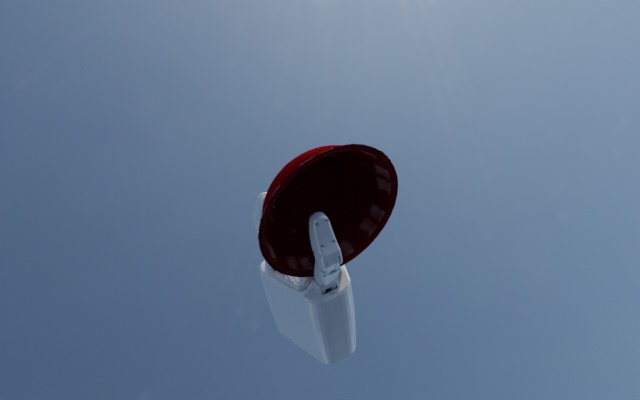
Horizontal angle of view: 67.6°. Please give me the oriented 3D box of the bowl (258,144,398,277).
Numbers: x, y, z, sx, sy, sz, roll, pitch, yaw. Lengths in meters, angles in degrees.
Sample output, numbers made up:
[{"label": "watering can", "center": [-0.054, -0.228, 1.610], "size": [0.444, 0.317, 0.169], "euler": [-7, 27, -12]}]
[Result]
[{"label": "bowl", "center": [0.000, 0.000, 0.499], "size": [0.162, 0.162, 0.055], "euler": [0, 33, -35]}]
